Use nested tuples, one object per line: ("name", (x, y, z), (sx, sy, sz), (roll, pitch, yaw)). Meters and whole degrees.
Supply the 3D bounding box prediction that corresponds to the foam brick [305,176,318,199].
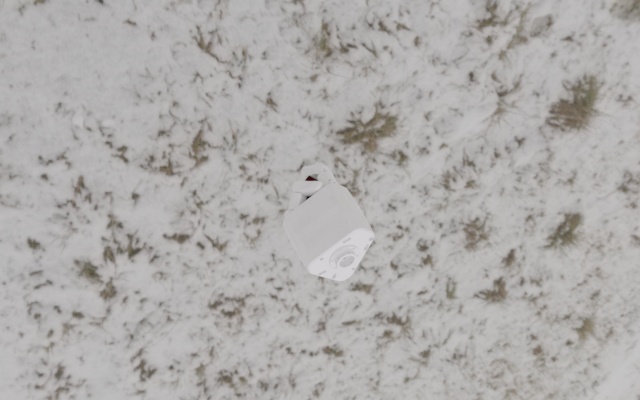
("foam brick", (0.000, 0.003, 0.819), (0.078, 0.053, 0.051), (22, 26, -41))
